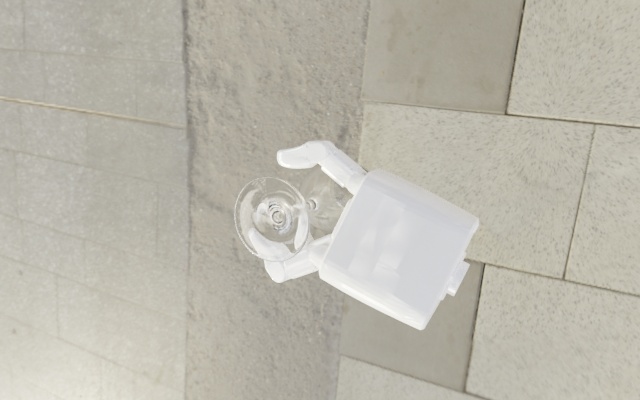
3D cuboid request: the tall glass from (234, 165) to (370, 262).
[{"bbox_3d":[0.000,0.002,0.493,0.079,0.079,0.201,0,9,25],"label":"tall glass"}]
